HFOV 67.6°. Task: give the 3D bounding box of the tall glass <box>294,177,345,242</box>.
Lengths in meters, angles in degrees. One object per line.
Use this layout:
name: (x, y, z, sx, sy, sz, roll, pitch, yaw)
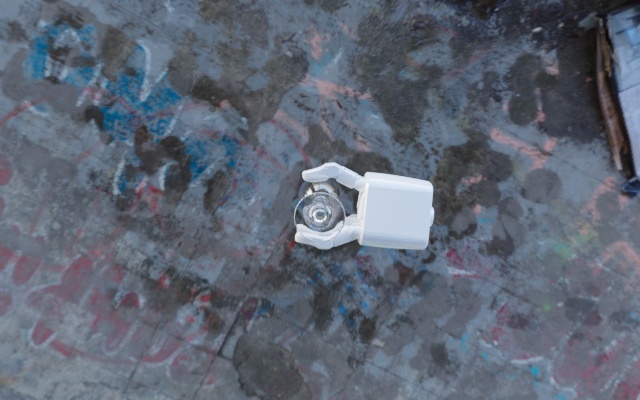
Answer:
tall glass: (0.000, 0.003, 0.784, 0.079, 0.079, 0.201, 0, 13, 0)
